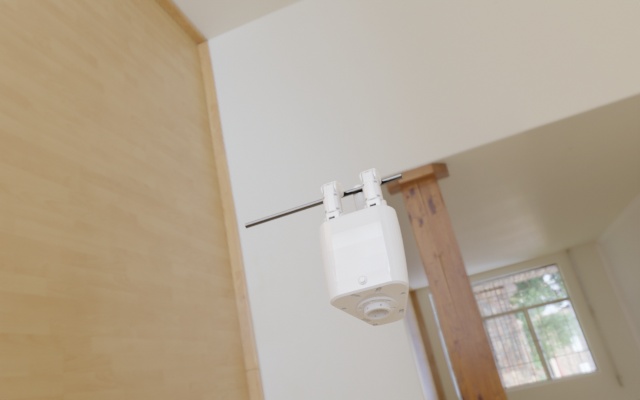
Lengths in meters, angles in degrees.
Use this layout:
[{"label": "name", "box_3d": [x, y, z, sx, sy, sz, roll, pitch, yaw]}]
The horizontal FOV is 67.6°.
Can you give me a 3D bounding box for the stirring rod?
[{"label": "stirring rod", "box_3d": [0.000, 0.002, 0.683, 0.239, 0.011, 0.011, -18, -5, 14]}]
